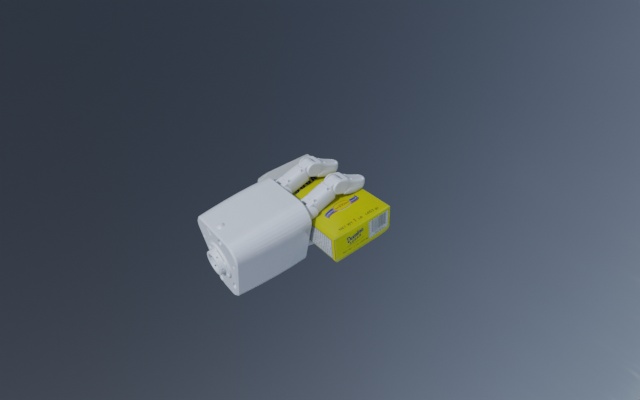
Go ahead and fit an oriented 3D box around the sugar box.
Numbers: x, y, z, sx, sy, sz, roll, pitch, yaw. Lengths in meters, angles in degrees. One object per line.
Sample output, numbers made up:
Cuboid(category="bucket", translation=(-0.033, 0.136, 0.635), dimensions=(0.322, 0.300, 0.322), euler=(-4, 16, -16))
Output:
Cuboid(category="sugar box", translation=(0.000, 0.002, 0.640), dimensions=(0.093, 0.048, 0.176), euler=(-29, 45, -27))
